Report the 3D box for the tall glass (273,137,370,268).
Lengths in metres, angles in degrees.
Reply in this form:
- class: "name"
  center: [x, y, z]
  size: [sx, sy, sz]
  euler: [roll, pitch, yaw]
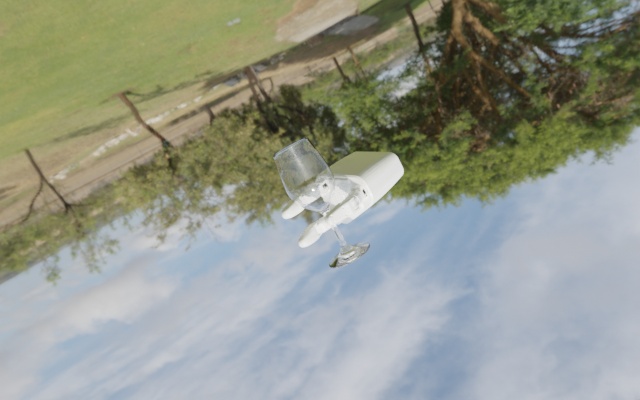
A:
- class: "tall glass"
  center: [0.000, 0.003, 0.751]
  size: [0.079, 0.201, 0.079]
  euler: [-28, 11, 6]
